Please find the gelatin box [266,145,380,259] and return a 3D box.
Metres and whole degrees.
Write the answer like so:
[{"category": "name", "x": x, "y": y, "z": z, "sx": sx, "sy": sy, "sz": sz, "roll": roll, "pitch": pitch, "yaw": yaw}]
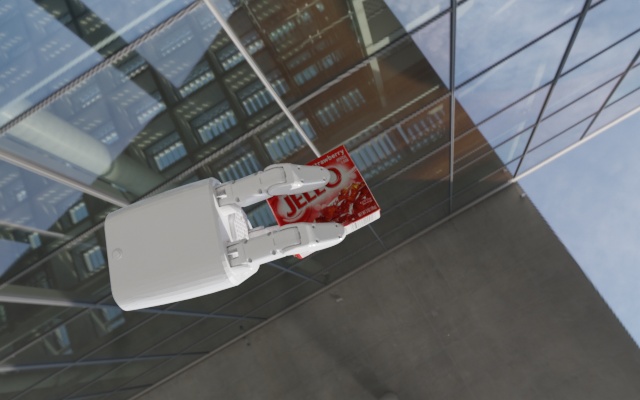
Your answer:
[{"category": "gelatin box", "x": 0.000, "y": 0.001, "z": 0.446, "sx": 0.089, "sy": 0.073, "sz": 0.030, "roll": -27, "pitch": -19, "yaw": -2}]
